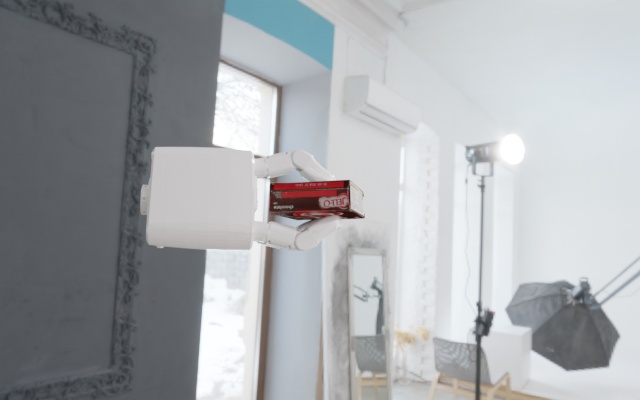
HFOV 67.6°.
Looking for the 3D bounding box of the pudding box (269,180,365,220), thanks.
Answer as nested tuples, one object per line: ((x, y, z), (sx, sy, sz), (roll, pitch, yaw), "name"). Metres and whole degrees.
((0.000, 0.002, 0.552), (0.090, 0.039, 0.113), (-1, -4, 13), "pudding box")
